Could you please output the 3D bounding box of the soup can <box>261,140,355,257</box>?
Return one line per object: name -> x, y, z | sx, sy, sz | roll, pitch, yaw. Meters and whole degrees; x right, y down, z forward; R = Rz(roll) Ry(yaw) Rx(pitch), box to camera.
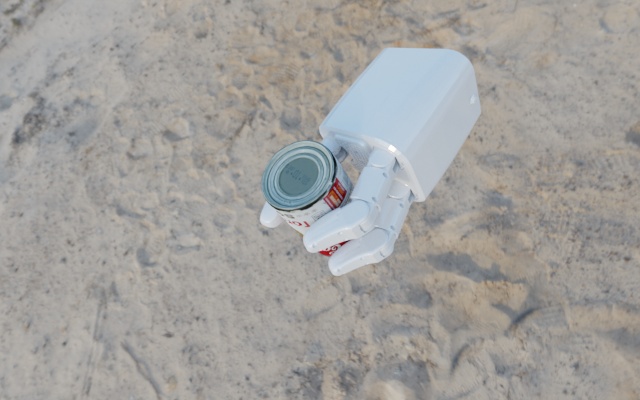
soup can -> 0.000, 0.002, 0.423 | 0.068, 0.068, 0.102 | 0, -27, 25
